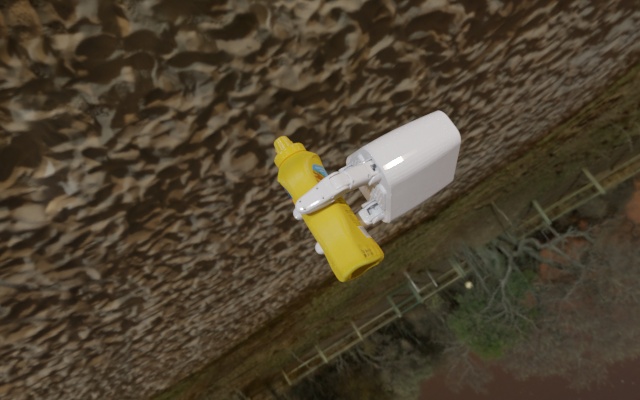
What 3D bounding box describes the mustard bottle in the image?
[{"bbox_3d":[0.000,0.002,0.568,0.058,0.191,0.096,-36,-15,12],"label":"mustard bottle"}]
